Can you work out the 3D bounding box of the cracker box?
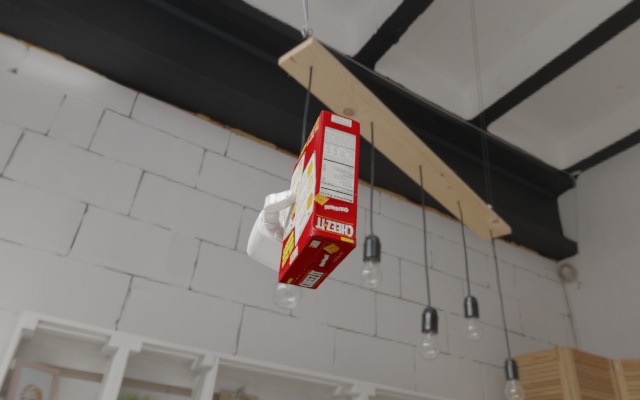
[{"bbox_3d":[0.000,0.002,0.714,0.072,0.213,0.164,13,-34,-14],"label":"cracker box"}]
